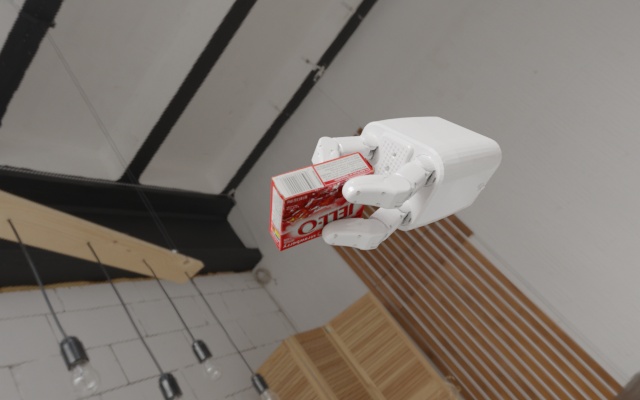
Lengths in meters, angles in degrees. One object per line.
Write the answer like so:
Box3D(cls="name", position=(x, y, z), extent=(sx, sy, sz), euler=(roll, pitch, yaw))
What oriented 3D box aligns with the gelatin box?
Box3D(cls="gelatin box", position=(0.000, 0.001, 0.427), extent=(0.089, 0.030, 0.073), euler=(-18, -35, -22))
